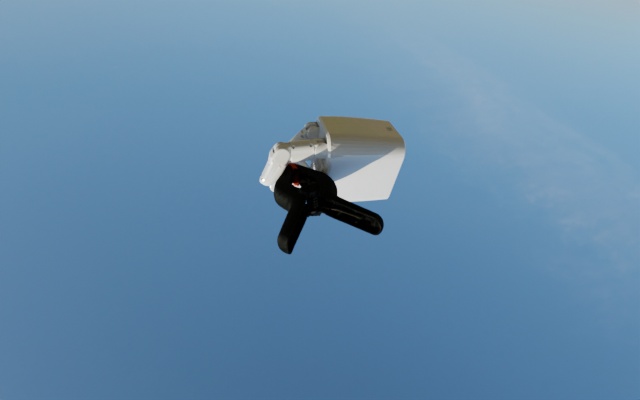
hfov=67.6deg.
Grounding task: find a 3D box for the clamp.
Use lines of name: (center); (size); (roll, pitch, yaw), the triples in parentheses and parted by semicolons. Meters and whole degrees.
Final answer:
clamp: (0.000, 0.002, 0.574); (0.120, 0.039, 0.171); (-1, 33, -12)
